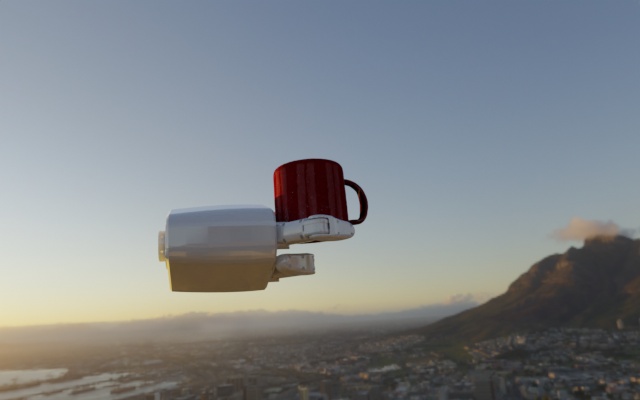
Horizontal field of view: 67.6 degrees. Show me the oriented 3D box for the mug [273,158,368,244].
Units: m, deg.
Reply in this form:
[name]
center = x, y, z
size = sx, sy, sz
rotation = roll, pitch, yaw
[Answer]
[mug]
center = 0.001, 0.002, 0.548
size = 0.117, 0.081, 0.093
rotation = -1, -14, -18
